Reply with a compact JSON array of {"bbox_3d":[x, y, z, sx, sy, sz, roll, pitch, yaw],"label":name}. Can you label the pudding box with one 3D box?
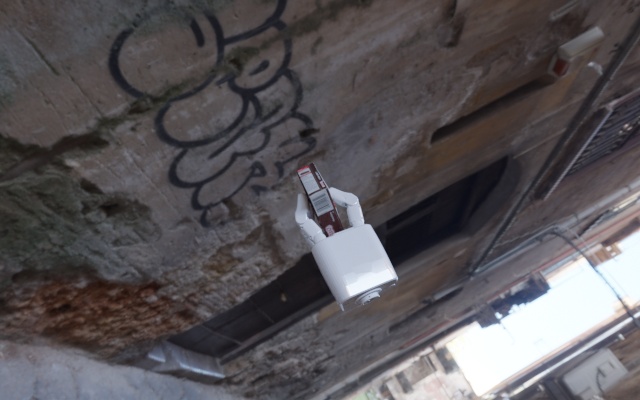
[{"bbox_3d":[0.000,0.003,0.848,0.039,0.114,0.090,-23,38,-4],"label":"pudding box"}]
